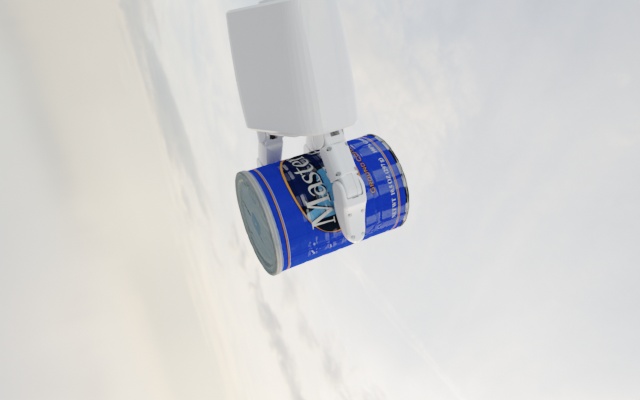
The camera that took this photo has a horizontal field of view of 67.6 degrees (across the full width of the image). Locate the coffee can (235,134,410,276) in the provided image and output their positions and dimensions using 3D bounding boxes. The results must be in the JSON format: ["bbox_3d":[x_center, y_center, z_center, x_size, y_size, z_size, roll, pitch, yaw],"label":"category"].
[{"bbox_3d":[0.000,0.002,0.470,0.140,0.103,0.103,-19,7,-20],"label":"coffee can"}]
